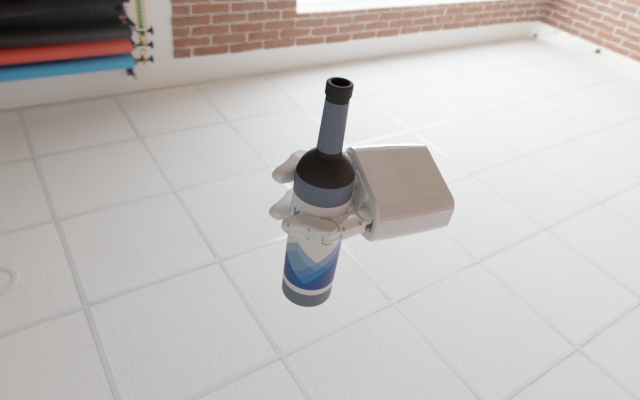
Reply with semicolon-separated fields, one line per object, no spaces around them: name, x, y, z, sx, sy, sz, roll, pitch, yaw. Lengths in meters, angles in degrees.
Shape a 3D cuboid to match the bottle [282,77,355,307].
bottle;0.000;0.002;0.546;0.069;0.296;0.069;6;38;-5
